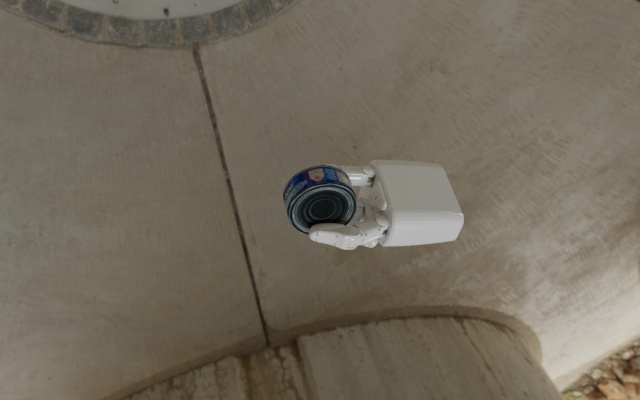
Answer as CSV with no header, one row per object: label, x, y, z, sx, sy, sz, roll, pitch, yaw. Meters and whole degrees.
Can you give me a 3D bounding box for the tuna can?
tuna can,0.000,0.002,0.568,0.086,0.086,0.033,0,41,-15
